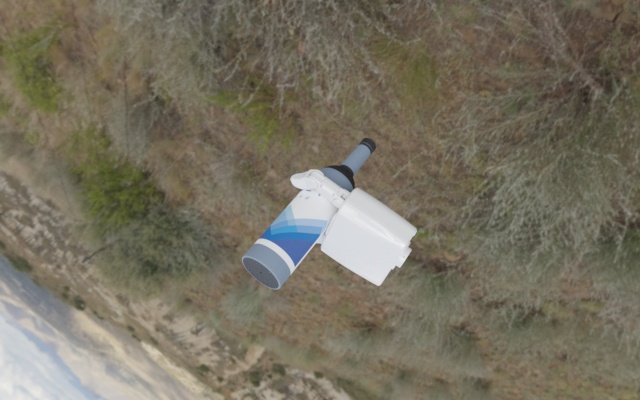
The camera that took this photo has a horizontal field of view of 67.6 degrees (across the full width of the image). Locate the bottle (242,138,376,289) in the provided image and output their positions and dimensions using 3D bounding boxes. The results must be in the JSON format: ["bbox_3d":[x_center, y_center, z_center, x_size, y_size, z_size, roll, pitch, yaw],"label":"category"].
[{"bbox_3d":[0.000,0.002,0.726,0.069,0.069,0.295,0,41,48],"label":"bottle"}]
